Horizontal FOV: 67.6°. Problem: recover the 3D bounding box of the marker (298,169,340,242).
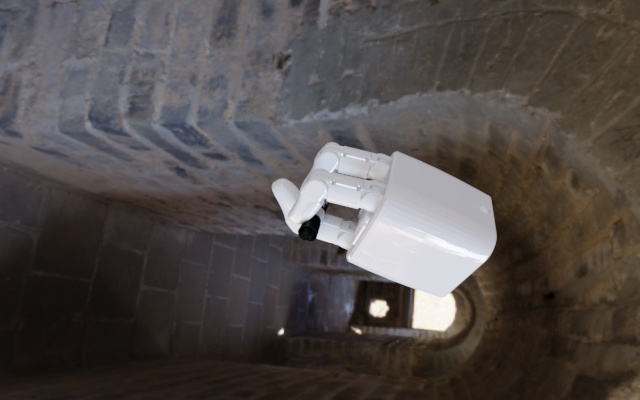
[{"bbox_3d":[0.000,0.002,0.486,0.020,0.020,0.121,0,33,15],"label":"marker"}]
